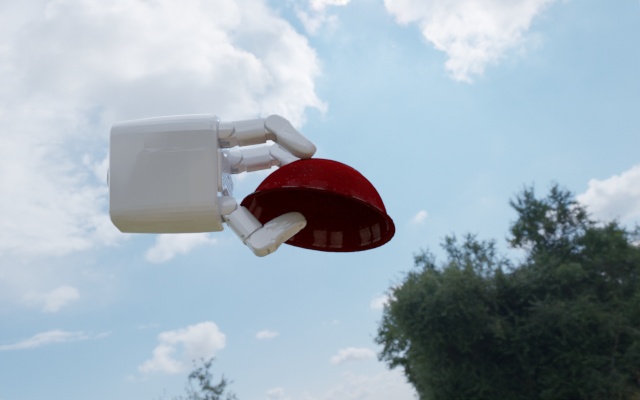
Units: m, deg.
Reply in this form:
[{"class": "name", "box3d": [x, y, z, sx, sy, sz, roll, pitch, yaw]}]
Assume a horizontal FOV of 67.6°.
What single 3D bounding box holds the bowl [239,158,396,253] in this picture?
[{"class": "bowl", "box3d": [0.001, 0.002, 0.502, 0.162, 0.055, 0.162, 8, -25, 4]}]
